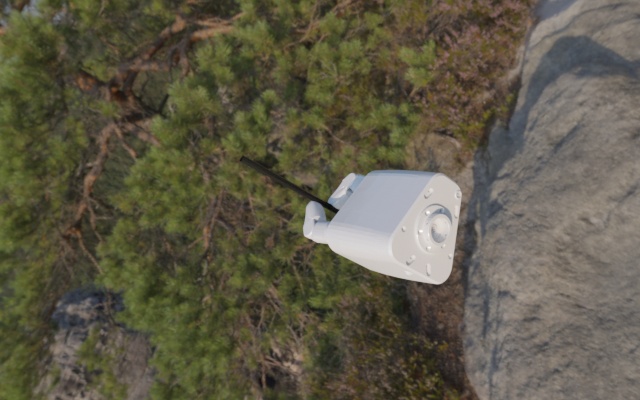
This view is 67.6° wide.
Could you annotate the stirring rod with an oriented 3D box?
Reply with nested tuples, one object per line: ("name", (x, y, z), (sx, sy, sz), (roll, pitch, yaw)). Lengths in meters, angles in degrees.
("stirring rod", (0.000, 0.002, 0.613), (0.239, 0.011, 0.011), (29, -16, -30))
